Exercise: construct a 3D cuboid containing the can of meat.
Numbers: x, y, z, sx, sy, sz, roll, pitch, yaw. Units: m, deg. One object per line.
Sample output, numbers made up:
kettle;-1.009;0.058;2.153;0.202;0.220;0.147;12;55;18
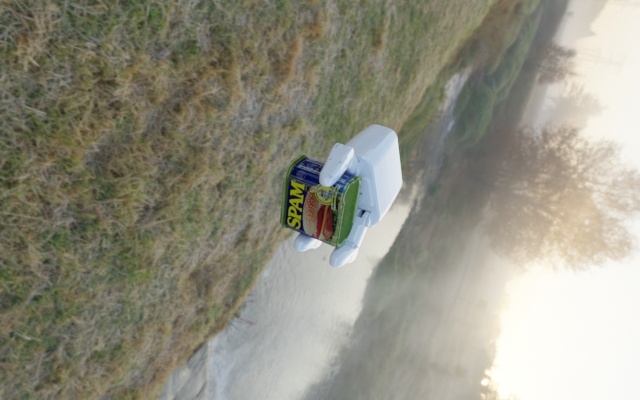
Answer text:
can of meat;0.000;0.002;0.609;0.084;0.102;0.057;21;34;20
